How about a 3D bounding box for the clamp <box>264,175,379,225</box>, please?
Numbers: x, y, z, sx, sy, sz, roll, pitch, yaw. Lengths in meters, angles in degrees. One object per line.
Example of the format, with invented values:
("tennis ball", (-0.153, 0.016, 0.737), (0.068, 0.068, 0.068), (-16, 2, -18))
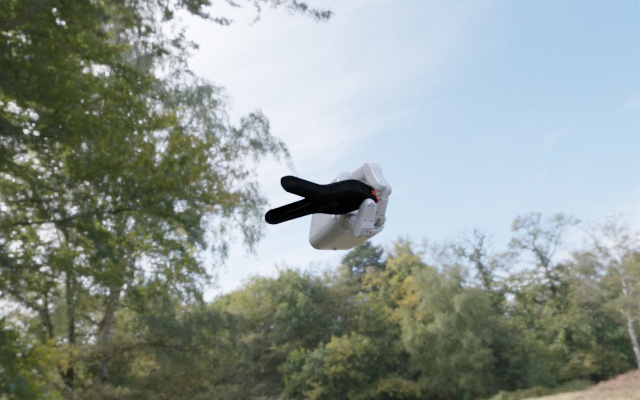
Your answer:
("clamp", (0.000, 0.002, 0.710), (0.171, 0.039, 0.120), (3, -24, -28))
